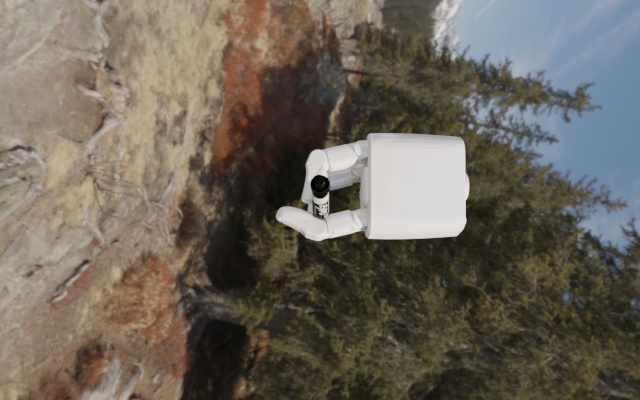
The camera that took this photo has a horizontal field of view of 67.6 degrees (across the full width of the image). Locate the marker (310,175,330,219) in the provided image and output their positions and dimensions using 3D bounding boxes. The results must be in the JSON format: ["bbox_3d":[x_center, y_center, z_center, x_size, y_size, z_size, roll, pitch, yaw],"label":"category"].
[{"bbox_3d":[0.000,0.002,0.498,0.020,0.020,0.121,0,-19,0],"label":"marker"}]
